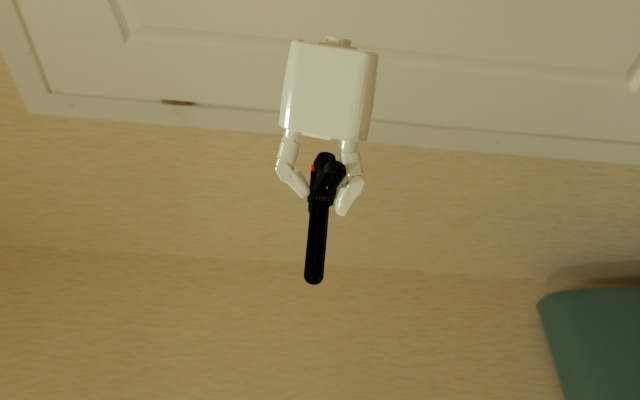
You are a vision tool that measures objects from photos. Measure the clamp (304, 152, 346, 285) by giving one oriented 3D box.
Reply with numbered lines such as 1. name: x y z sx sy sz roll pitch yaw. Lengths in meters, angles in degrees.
1. clamp: -0.001 0.002 0.645 0.036 0.165 0.210 9 19 -6
